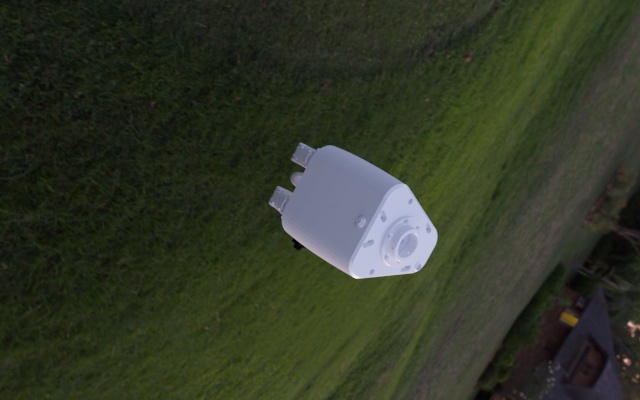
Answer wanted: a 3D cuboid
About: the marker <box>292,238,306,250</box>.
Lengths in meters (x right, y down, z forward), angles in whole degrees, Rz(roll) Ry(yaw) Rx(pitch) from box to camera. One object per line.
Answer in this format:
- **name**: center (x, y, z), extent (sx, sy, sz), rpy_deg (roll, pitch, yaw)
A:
- **marker**: center (0.000, 0.002, 0.542), extent (0.020, 0.121, 0.020), rpy_deg (27, 5, -2)
